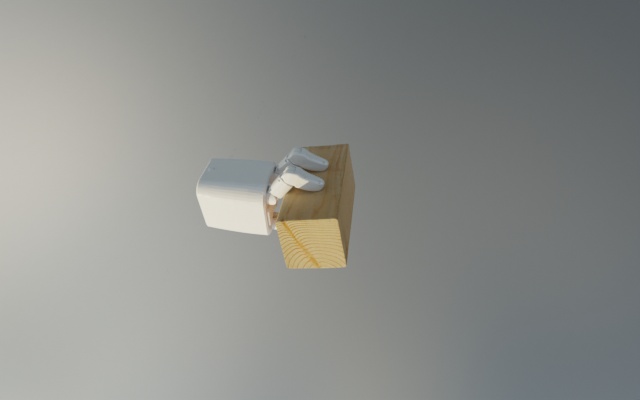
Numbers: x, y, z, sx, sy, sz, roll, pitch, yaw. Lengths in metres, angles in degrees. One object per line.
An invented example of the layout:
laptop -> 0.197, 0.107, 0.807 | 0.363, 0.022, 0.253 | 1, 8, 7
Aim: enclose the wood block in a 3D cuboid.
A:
wood block -> 0.000, 0.003, 0.747 | 0.090, 0.091, 0.206 | -3, 35, 11
